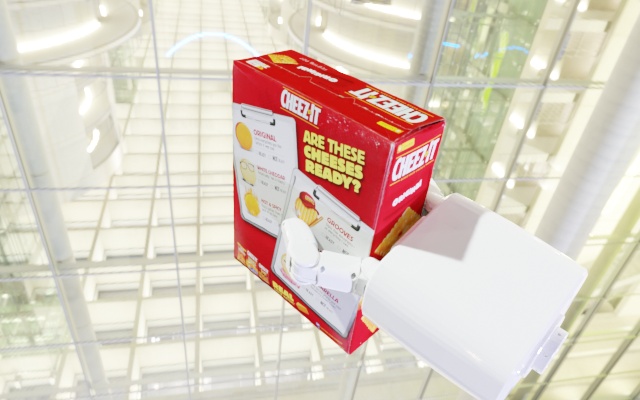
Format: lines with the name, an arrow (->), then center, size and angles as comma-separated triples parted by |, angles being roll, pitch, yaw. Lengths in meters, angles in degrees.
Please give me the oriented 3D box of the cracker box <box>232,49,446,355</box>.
cracker box -> 0.000, 0.002, 0.411 | 0.164, 0.214, 0.072 | 33, 43, 31
